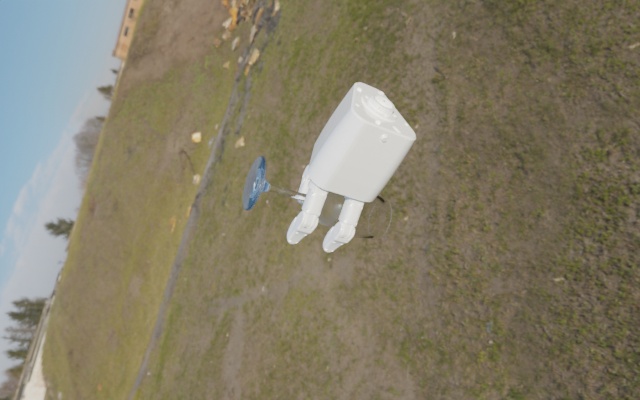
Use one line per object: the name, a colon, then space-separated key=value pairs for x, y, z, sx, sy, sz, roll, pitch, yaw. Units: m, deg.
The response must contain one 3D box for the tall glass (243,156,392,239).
tall glass: x=-0.001 y=0.002 z=0.662 sx=0.201 sy=0.079 sz=0.079 roll=16 pitch=-7 yaw=-24
